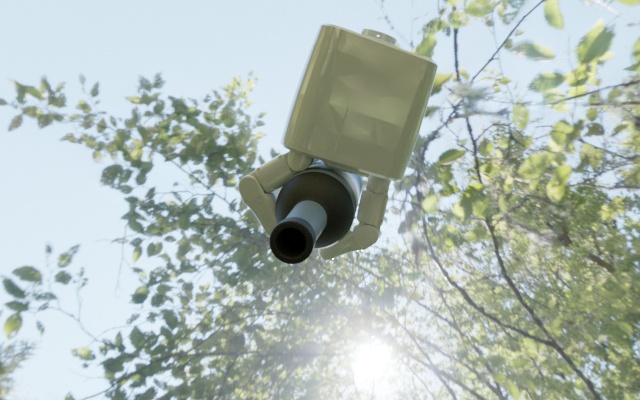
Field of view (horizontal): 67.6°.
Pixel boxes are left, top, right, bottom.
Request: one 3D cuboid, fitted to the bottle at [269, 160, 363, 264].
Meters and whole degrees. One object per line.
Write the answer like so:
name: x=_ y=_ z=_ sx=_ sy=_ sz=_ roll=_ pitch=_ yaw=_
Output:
bottle: x=0.000 y=0.001 z=0.433 sx=0.069 sy=0.069 sz=0.295 roll=0 pitch=10 yaw=7
